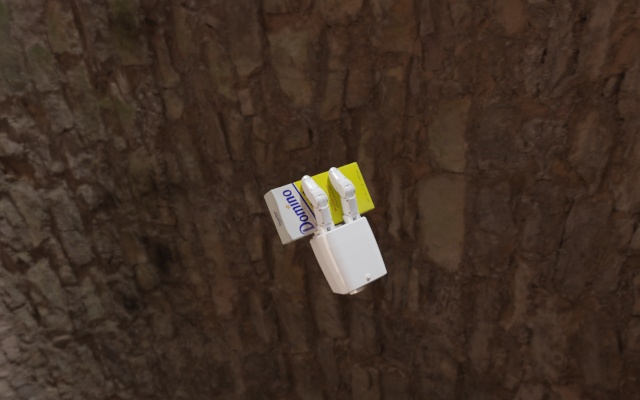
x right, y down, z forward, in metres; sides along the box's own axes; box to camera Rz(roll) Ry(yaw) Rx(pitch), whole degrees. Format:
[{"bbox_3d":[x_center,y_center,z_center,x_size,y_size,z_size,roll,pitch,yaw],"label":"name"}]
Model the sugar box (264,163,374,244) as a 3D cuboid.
[{"bbox_3d":[0.001,0.003,0.834,0.176,0.093,0.048,-21,-4,-30],"label":"sugar box"}]
